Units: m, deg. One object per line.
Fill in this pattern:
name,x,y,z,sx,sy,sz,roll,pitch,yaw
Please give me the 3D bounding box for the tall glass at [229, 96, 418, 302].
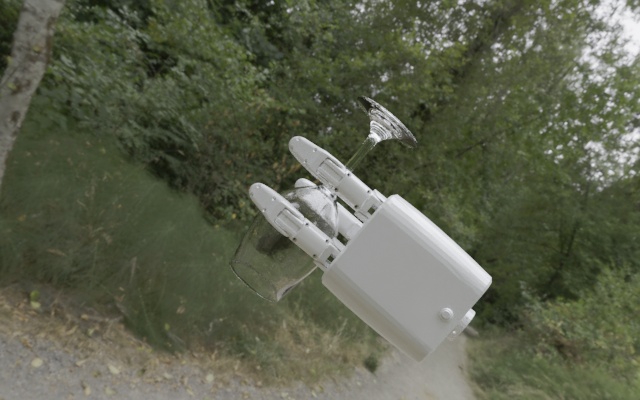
tall glass,0.000,0.001,0.456,0.079,0.201,0.079,40,2,-1
